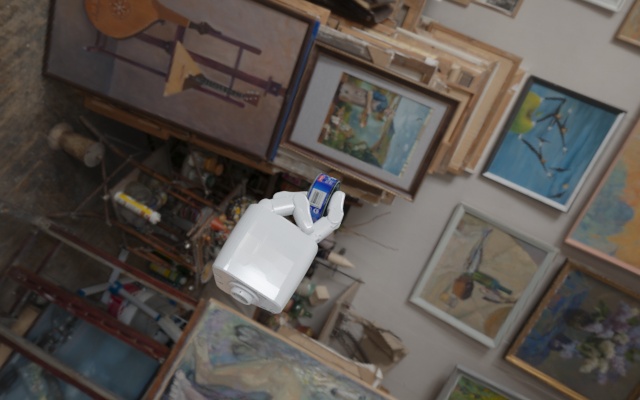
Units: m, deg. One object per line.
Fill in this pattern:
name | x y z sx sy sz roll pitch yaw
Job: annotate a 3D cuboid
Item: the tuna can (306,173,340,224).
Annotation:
tuna can | 0.001 0.003 0.745 0.034 0.086 0.086 22 4 10
